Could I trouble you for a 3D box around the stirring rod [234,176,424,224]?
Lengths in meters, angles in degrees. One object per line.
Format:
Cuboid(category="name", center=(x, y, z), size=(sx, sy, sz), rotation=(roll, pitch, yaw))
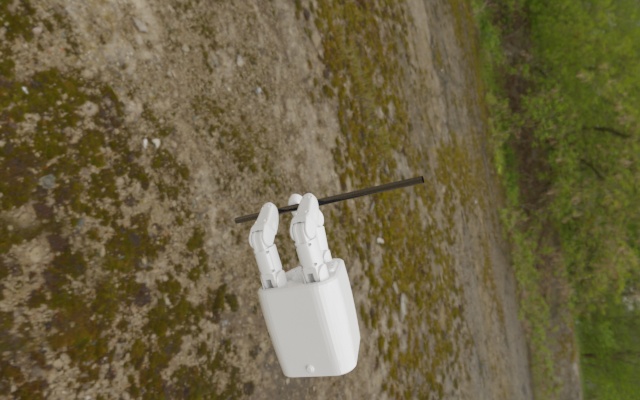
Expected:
Cuboid(category="stirring rod", center=(0.000, 0.002, 0.544), size=(0.239, 0.011, 0.011), rotation=(-13, -6, 26))
